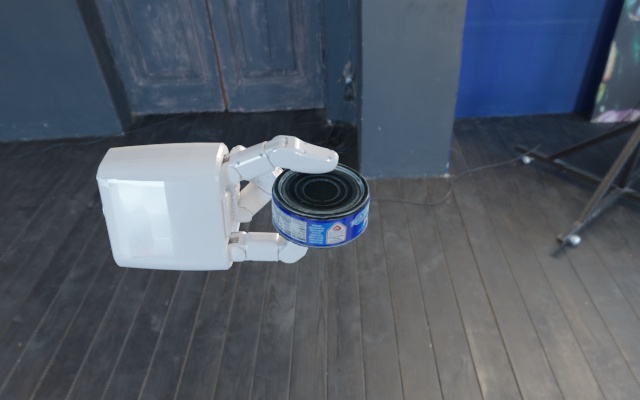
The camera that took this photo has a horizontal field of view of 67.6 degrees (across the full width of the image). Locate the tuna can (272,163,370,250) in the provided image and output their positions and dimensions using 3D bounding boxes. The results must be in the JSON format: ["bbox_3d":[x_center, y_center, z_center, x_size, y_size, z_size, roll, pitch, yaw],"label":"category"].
[{"bbox_3d":[0.000,0.001,0.415,0.086,0.034,0.086,2,37,-1],"label":"tuna can"}]
